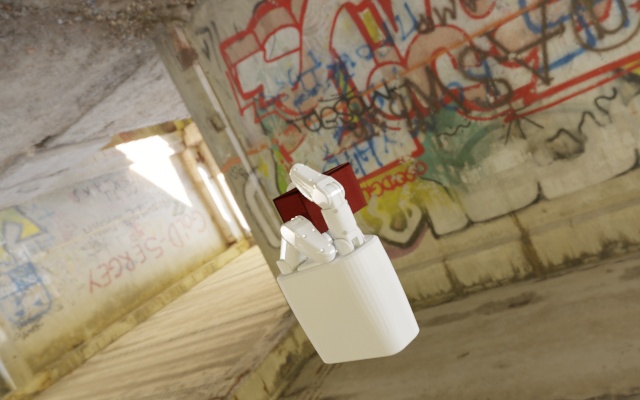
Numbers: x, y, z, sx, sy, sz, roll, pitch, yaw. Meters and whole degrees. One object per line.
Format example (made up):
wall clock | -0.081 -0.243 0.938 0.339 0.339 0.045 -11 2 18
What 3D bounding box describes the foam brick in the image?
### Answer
foam brick | 0.000 0.001 0.506 0.078 0.051 0.053 -30 6 -35
